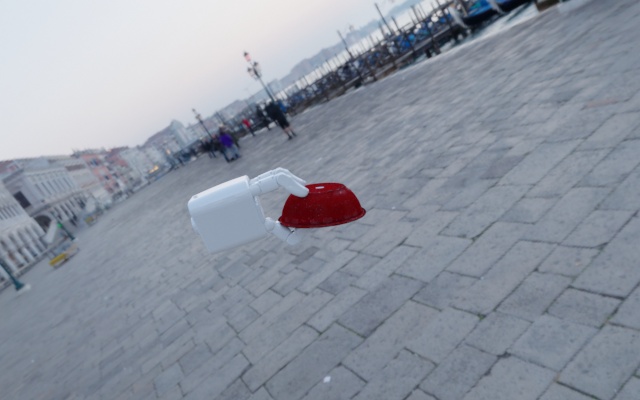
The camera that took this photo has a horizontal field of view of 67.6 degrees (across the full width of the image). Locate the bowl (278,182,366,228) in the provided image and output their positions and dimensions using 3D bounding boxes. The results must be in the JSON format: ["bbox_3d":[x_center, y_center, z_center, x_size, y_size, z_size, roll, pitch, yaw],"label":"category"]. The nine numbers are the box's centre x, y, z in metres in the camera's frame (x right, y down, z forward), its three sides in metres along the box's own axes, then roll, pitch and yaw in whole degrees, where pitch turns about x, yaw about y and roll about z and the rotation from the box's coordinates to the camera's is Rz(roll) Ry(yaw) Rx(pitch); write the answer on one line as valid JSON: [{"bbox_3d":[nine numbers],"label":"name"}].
[{"bbox_3d":[0.001,0.002,0.861,0.162,0.055,0.162,-5,12,1],"label":"bowl"}]
